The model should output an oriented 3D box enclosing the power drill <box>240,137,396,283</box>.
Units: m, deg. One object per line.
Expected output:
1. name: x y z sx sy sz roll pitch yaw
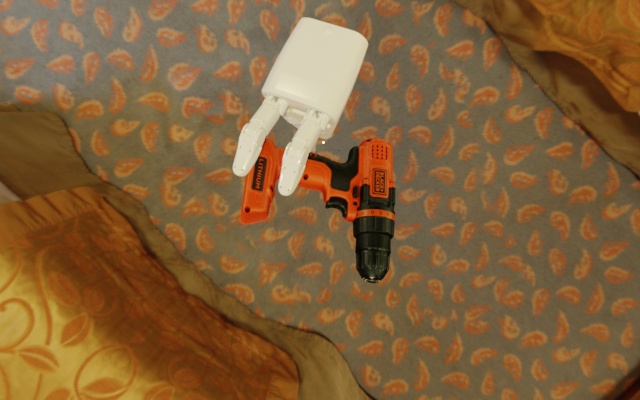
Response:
1. power drill: 0.000 0.002 0.582 0.187 0.184 0.057 8 -22 -10
